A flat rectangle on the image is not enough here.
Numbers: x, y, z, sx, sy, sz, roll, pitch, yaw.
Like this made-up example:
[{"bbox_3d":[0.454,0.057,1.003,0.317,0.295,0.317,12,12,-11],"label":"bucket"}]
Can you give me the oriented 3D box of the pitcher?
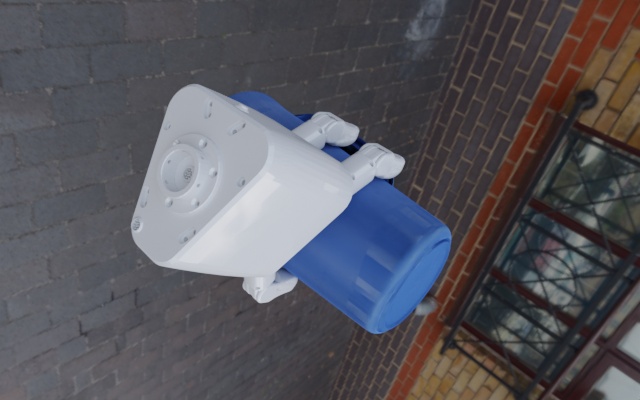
[{"bbox_3d":[0.000,0.001,0.449,0.242,0.149,0.145,36,7,28],"label":"pitcher"}]
